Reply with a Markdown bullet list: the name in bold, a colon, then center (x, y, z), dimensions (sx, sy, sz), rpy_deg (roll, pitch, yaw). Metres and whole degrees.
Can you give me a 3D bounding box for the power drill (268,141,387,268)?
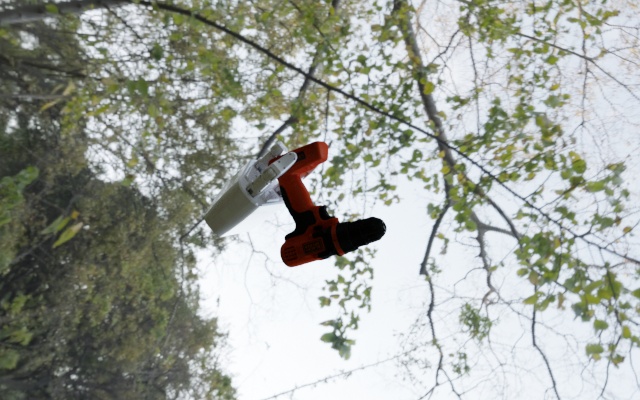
- **power drill**: center (0.000, 0.002, 0.780), dimensions (0.184, 0.187, 0.057), rpy_deg (-19, -9, 18)
